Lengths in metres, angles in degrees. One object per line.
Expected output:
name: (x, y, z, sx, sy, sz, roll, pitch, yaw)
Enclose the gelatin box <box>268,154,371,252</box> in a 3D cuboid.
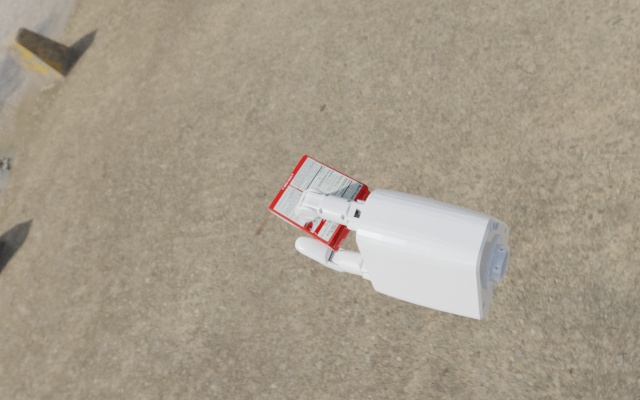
gelatin box: (0.000, 0.001, 0.507, 0.089, 0.073, 0.030, 29, -8, 29)
